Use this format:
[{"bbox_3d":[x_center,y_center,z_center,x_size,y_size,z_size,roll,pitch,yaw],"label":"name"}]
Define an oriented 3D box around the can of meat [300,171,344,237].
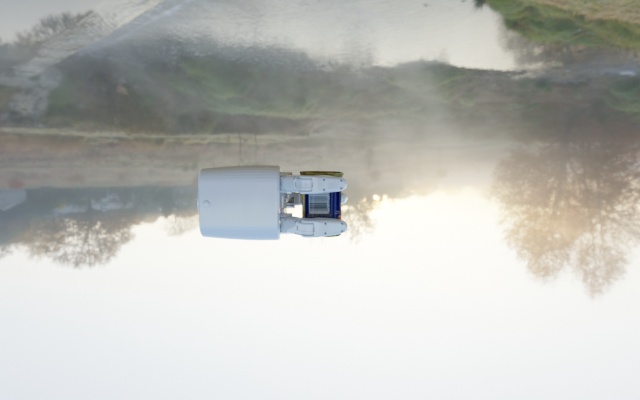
[{"bbox_3d":[0.000,0.002,0.660,0.057,0.084,0.102,0,5,-3],"label":"can of meat"}]
